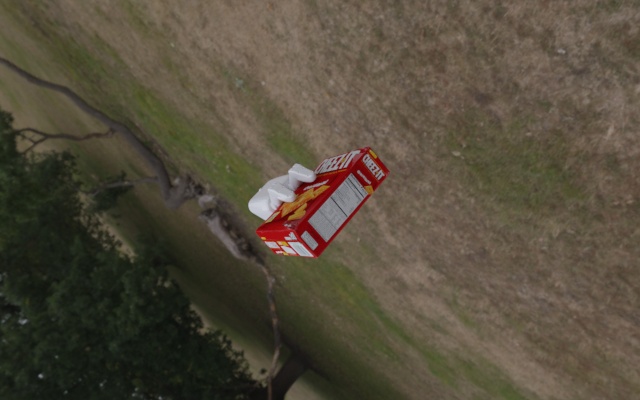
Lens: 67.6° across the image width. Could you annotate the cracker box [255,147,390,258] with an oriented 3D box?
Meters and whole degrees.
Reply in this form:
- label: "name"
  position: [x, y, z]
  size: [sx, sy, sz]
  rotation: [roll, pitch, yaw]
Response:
- label: "cracker box"
  position: [0.000, 0.003, 0.865]
  size: [0.213, 0.072, 0.164]
  rotation: [-48, 19, -23]
